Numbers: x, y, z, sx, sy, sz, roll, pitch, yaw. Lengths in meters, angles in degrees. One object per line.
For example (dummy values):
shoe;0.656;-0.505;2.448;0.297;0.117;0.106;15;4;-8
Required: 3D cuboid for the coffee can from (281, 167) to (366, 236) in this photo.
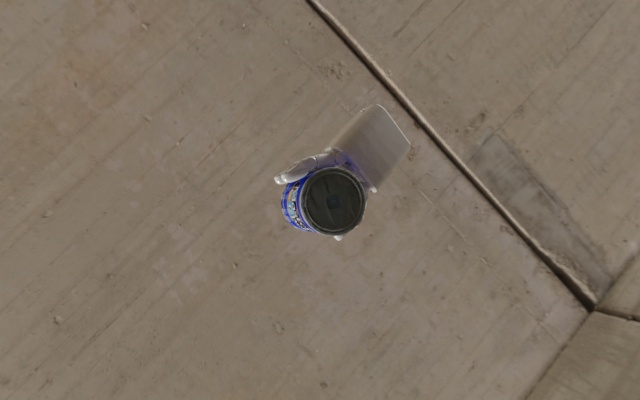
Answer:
coffee can;0.000;0.003;0.774;0.103;0.103;0.140;0;-1;-17
